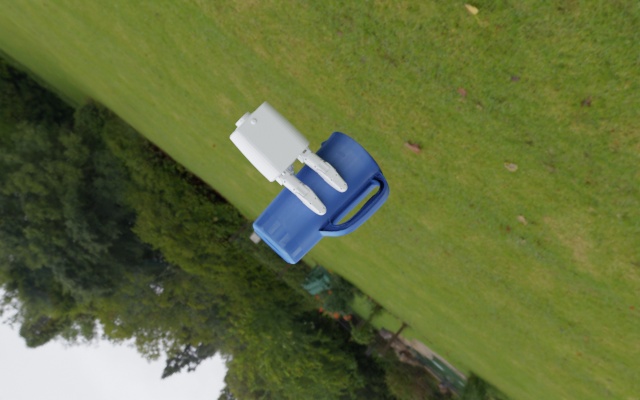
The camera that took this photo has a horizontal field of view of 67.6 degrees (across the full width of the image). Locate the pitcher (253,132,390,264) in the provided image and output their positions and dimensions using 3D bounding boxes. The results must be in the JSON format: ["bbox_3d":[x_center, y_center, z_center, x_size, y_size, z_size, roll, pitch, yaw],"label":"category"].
[{"bbox_3d":[0.000,0.003,0.886,0.145,0.243,0.149,46,-10,-11],"label":"pitcher"}]
